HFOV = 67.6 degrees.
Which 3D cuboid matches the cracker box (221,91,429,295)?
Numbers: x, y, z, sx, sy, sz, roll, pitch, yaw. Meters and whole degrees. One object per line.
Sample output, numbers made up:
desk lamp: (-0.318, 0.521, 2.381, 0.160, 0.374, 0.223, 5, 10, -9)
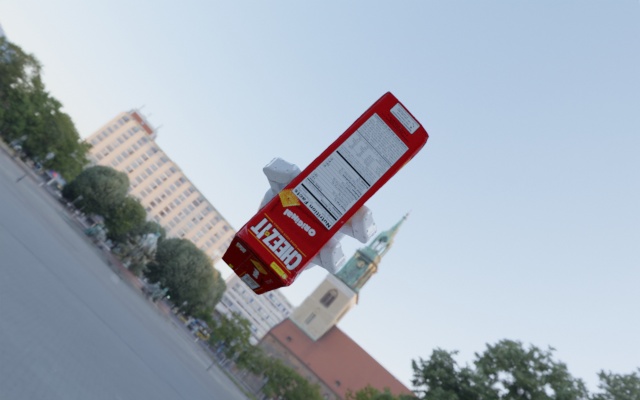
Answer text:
cracker box: (0.000, 0.001, 0.510, 0.213, 0.072, 0.164, -45, 1, -21)
